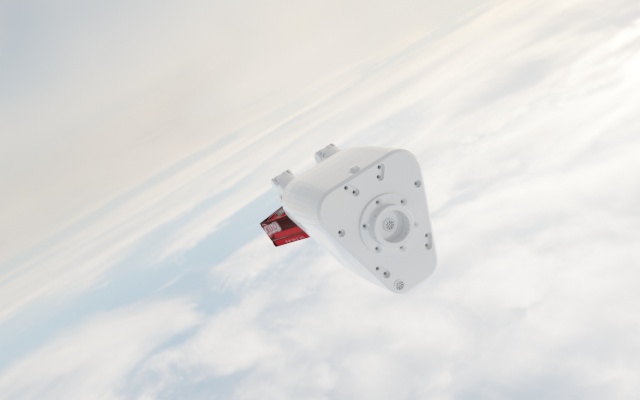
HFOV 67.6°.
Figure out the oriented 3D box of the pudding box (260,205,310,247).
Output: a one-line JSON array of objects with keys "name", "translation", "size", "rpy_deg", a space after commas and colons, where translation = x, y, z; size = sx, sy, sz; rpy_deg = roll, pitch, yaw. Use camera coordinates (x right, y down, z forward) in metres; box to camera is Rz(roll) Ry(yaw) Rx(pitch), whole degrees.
[{"name": "pudding box", "translation": [0.000, 0.002, 0.527], "size": [0.090, 0.039, 0.113], "rpy_deg": [-19, 15, 49]}]
